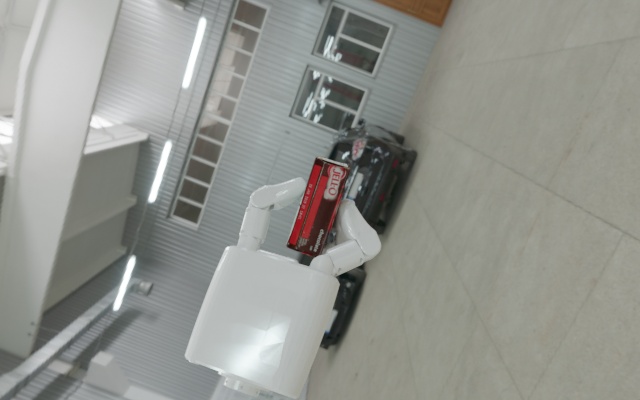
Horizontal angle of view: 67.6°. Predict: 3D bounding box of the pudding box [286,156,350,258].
[{"bbox_3d":[0.000,0.002,0.486,0.039,0.090,0.113,19,7,-2],"label":"pudding box"}]
